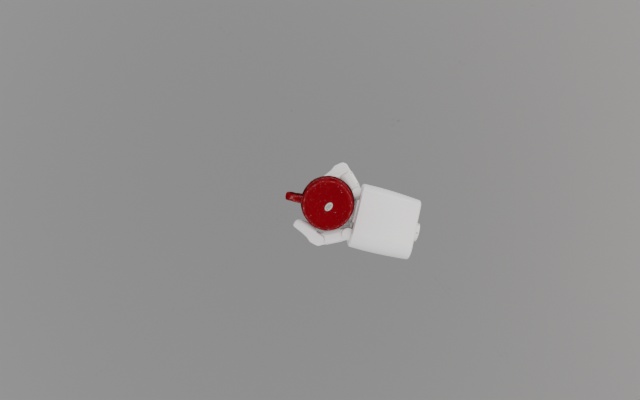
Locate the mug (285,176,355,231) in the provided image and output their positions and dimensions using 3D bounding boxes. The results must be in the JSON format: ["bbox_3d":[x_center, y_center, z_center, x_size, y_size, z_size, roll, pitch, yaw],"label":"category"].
[{"bbox_3d":[-0.001,0.002,0.783,0.117,0.093,0.081,14,3,0],"label":"mug"}]
